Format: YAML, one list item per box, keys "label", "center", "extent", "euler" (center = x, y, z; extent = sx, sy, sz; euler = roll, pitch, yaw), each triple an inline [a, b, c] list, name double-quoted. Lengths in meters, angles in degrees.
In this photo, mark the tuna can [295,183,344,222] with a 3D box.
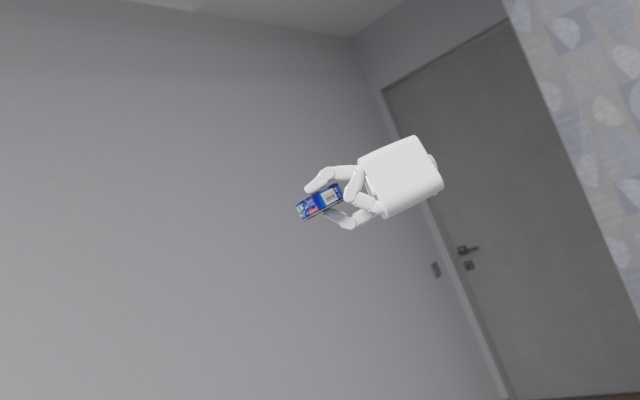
- label: "tuna can"
  center: [0.000, 0.002, 0.829]
  extent: [0.086, 0.034, 0.086]
  euler: [-28, -2, -1]
